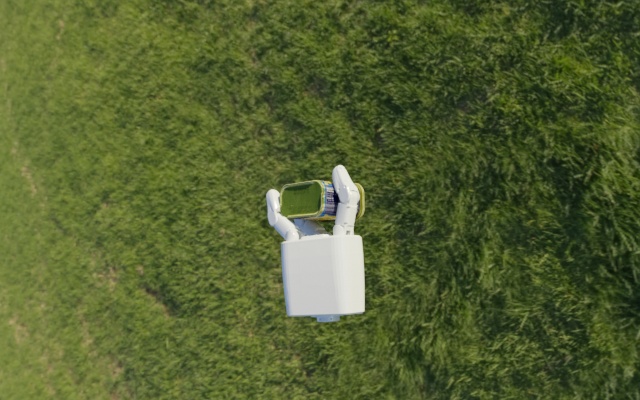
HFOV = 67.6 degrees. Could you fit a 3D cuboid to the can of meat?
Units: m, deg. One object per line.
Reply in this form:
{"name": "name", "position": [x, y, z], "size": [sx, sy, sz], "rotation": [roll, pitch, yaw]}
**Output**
{"name": "can of meat", "position": [0.000, 0.002, 0.713], "size": [0.084, 0.057, 0.102], "rotation": [6, -9, -43]}
